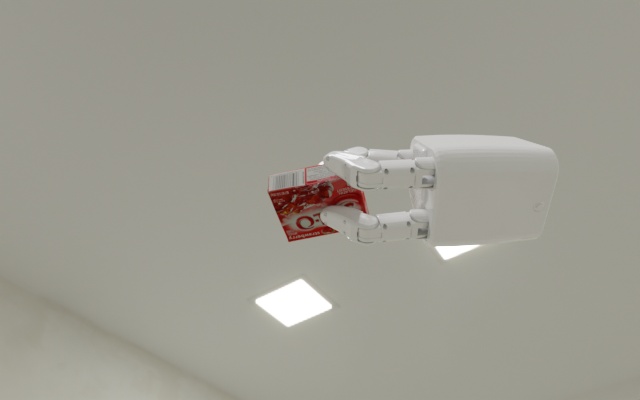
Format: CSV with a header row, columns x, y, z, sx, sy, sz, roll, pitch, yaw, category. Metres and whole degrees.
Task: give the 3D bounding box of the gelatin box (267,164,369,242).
x,y,z,sx,sy,sz,roll,pitch,yaw,category
0.000,0.001,0.477,0.089,0.073,0.030,-11,43,8,gelatin box
